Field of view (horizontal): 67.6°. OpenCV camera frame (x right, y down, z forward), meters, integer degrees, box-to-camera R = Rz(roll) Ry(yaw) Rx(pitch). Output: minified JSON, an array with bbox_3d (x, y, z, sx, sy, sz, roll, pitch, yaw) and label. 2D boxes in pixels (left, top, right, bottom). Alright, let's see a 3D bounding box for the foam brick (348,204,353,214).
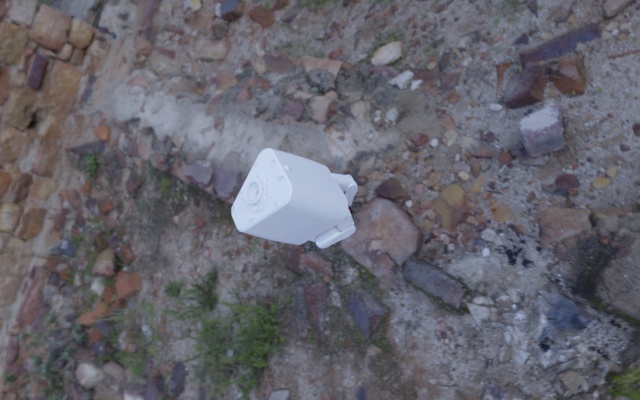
[{"bbox_3d":[0.000,0.002,0.704,0.051,0.078,0.053,15,-55,-46],"label":"foam brick"}]
